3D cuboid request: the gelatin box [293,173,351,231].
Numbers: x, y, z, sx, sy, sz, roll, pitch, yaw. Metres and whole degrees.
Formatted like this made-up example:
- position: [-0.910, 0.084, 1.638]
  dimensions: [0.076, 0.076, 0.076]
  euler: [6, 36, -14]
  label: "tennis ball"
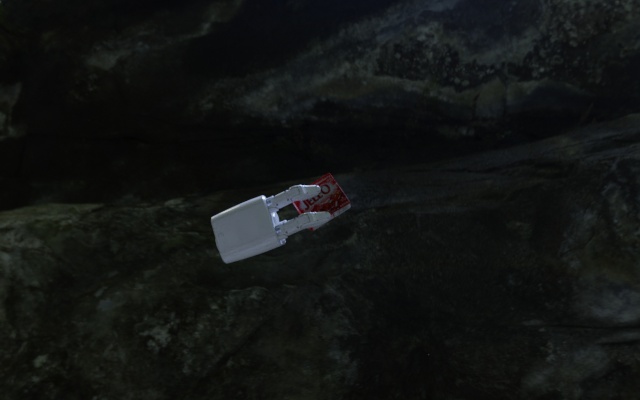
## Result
- position: [0.000, 0.003, 0.887]
  dimensions: [0.089, 0.073, 0.030]
  euler: [-32, -20, -8]
  label: "gelatin box"
